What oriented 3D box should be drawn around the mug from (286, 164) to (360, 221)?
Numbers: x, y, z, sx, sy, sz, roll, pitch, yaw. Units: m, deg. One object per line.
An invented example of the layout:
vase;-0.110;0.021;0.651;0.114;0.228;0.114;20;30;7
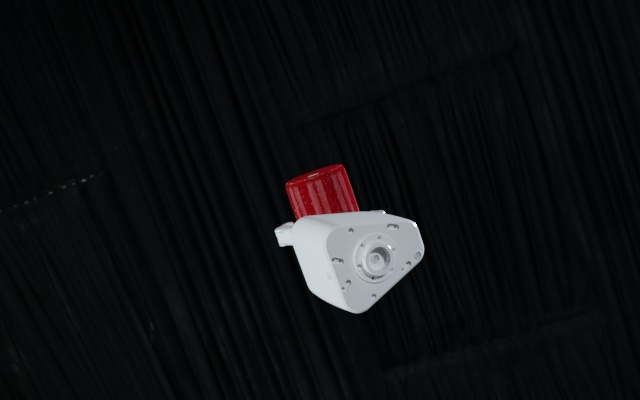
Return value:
mug;0.000;0.002;0.642;0.093;0.081;0.117;-22;8;-18
